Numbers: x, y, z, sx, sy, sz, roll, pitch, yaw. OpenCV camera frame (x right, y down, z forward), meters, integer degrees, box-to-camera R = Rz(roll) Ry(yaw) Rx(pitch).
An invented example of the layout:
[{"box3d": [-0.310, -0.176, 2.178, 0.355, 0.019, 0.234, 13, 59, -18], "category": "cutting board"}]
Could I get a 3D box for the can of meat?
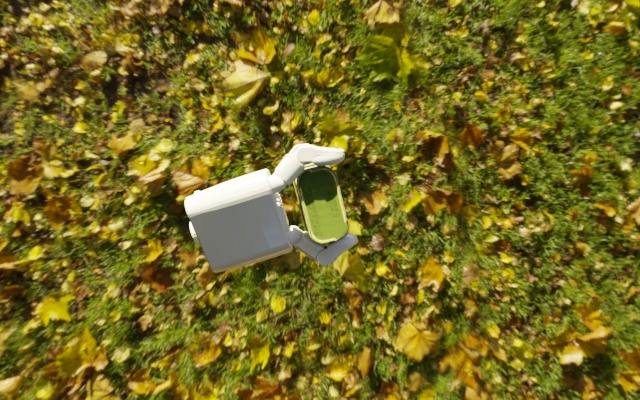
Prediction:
[{"box3d": [0.000, 0.002, 0.630, 0.057, 0.102, 0.084, -15, 7, -2], "category": "can of meat"}]
